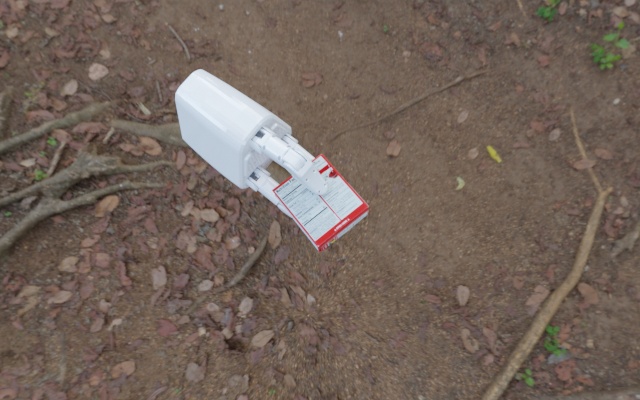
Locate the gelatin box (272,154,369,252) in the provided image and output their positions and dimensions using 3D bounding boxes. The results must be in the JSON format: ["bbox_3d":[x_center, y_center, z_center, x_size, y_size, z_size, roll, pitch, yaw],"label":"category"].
[{"bbox_3d":[0.000,0.002,0.546,0.073,0.089,0.030,-38,-18,-8],"label":"gelatin box"}]
